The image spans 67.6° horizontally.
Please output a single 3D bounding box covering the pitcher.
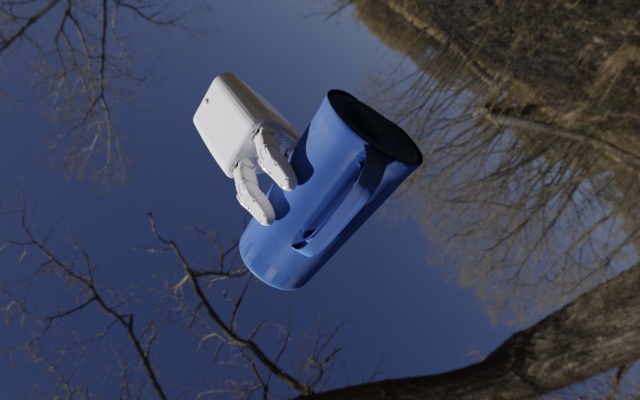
[{"bbox_3d":[0.000,0.002,0.580,0.149,0.243,0.145,-3,47,-53],"label":"pitcher"}]
